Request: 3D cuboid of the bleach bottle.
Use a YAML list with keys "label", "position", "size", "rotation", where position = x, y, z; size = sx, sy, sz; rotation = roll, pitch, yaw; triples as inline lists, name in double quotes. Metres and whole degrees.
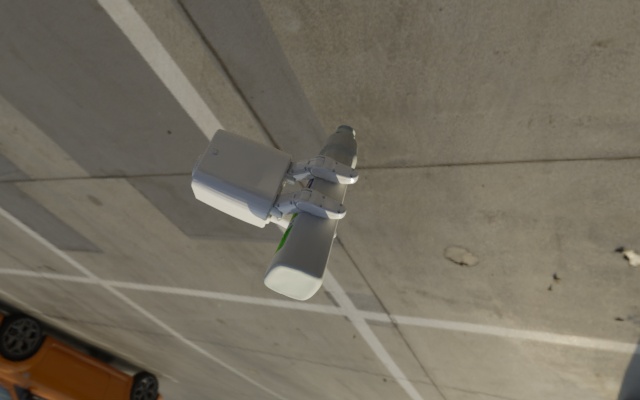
- label: "bleach bottle"
  position: [0.000, 0.002, 0.653]
  size: [0.068, 0.250, 0.103]
  rotation: [23, -32, -6]
